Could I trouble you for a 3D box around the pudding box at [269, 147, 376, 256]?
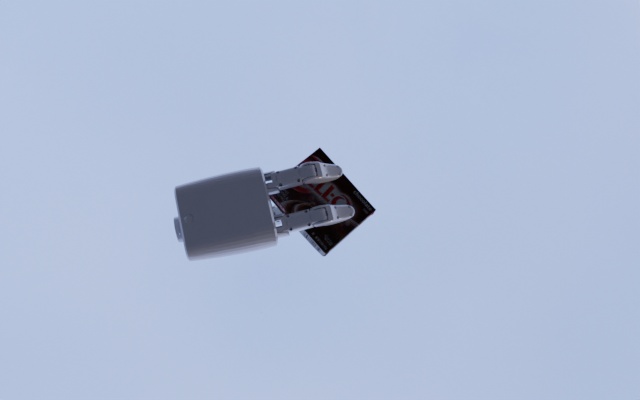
[{"bbox_3d":[0.000,0.002,0.616,0.090,0.113,0.039,-40,-4,-16],"label":"pudding box"}]
